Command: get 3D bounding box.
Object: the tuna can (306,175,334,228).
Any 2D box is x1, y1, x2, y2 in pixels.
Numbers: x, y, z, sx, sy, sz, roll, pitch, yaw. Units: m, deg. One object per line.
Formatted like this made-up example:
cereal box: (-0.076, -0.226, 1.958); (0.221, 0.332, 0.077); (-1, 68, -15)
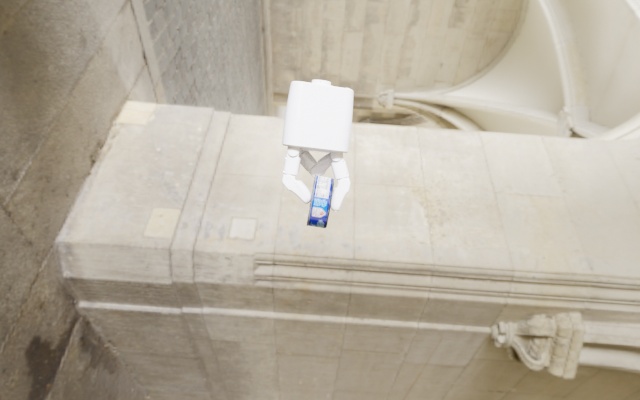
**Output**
tuna can: (0.001, 0.003, 0.794); (0.034, 0.086, 0.086); (10, 0, 0)
